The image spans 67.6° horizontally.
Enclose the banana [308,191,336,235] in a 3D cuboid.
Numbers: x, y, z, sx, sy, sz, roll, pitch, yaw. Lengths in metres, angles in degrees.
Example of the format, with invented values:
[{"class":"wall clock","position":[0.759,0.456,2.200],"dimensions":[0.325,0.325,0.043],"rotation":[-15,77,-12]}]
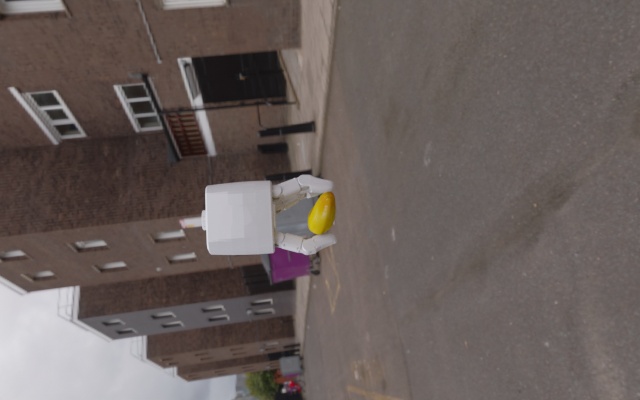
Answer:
[{"class":"banana","position":[0.000,0.021,0.767],"dimensions":[0.037,0.069,0.198],"rotation":[1,0,-4]}]
